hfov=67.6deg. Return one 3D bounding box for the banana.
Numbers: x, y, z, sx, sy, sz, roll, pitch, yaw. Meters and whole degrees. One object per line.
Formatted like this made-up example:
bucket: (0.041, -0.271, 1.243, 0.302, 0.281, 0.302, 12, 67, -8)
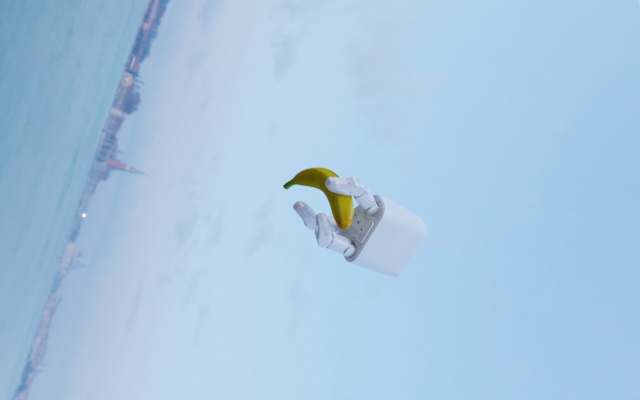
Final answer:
banana: (0.008, -0.014, 0.772, 0.037, 0.069, 0.197, 31, 1, -35)
